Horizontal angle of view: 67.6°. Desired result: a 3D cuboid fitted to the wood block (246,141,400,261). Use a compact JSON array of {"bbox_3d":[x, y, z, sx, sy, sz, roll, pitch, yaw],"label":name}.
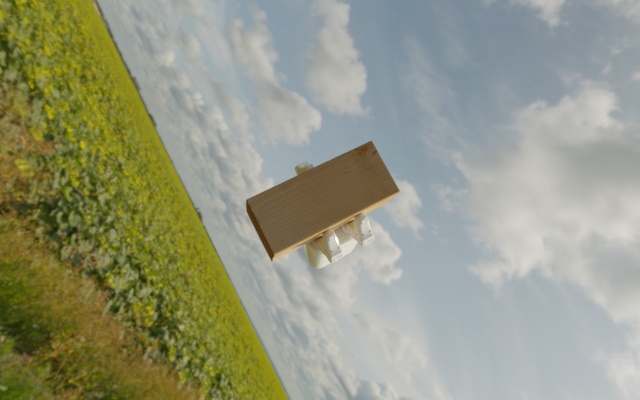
[{"bbox_3d":[0.000,0.002,0.722,0.206,0.091,0.090,-26,-8,-13],"label":"wood block"}]
